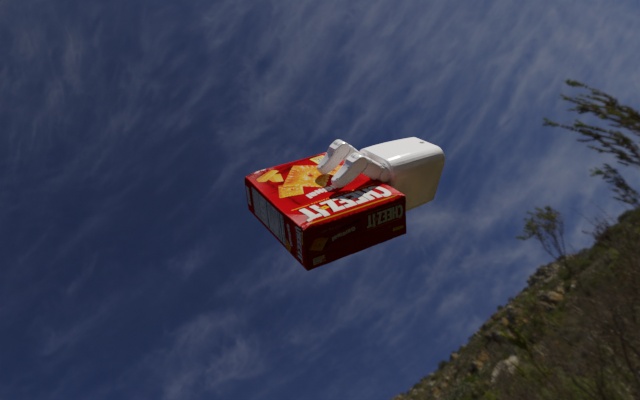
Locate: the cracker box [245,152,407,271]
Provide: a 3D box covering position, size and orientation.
[{"bbox_3d":[0.000,0.002,0.720,0.164,0.072,0.213,-18,29,-23],"label":"cracker box"}]
